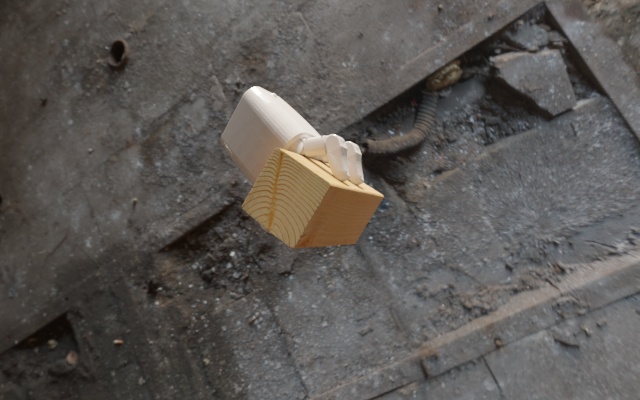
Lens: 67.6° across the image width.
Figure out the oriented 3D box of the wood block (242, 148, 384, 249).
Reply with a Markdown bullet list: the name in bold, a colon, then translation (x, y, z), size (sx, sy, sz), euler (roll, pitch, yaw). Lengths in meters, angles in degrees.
- **wood block**: translation (0.000, 0.002, 0.650), size (0.090, 0.091, 0.206), euler (36, 11, 22)
